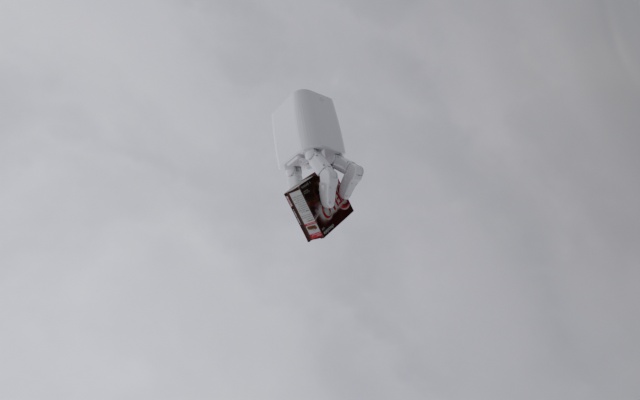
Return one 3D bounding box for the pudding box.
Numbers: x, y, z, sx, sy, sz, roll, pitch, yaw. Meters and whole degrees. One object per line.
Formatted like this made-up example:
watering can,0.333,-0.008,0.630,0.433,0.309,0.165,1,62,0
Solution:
pudding box,0.000,0.003,0.769,0.039,0.090,0.113,-21,10,37
